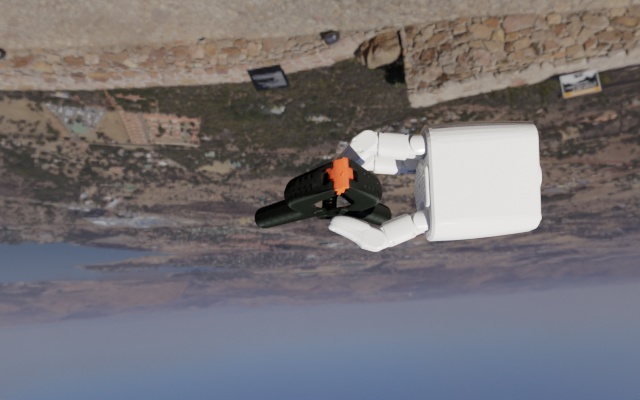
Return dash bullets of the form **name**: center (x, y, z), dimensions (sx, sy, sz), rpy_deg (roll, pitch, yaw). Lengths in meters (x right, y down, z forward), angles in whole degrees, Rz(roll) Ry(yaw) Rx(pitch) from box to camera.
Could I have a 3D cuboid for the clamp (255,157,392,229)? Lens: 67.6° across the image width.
- **clamp**: center (0.000, 0.002, 0.494), dimensions (0.164, 0.036, 0.210), rpy_deg (-4, -13, 2)
